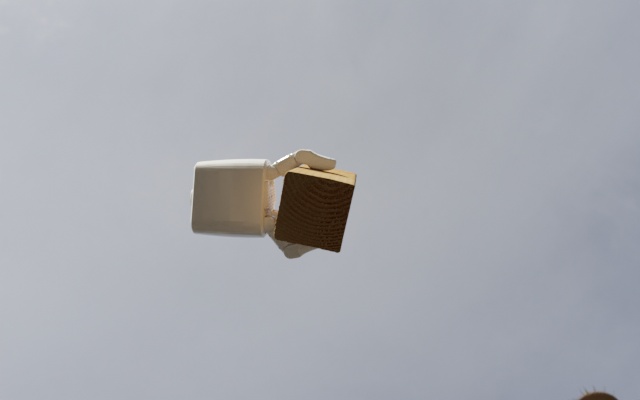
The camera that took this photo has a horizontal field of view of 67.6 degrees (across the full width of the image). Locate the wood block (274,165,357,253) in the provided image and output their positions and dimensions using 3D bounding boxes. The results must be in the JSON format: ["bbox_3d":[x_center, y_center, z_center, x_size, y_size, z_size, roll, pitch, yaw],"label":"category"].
[{"bbox_3d":[0.000,0.002,0.695,0.090,0.091,0.206,12,8,3],"label":"wood block"}]
